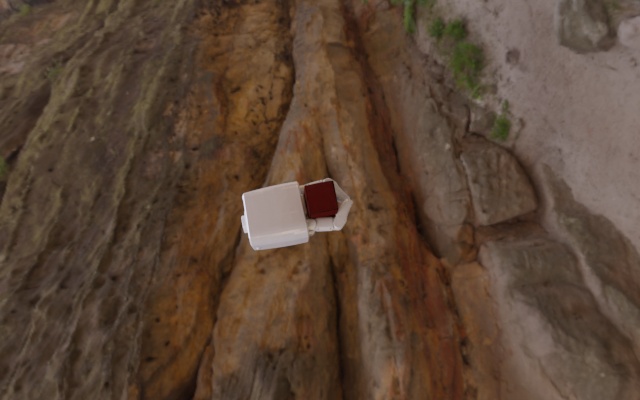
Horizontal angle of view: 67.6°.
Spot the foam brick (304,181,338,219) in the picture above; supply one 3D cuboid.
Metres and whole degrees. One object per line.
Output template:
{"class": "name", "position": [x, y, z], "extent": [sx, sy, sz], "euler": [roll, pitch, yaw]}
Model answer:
{"class": "foam brick", "position": [0.000, 0.003, 0.846], "extent": [0.051, 0.053, 0.078], "euler": [-10, -13, -5]}
